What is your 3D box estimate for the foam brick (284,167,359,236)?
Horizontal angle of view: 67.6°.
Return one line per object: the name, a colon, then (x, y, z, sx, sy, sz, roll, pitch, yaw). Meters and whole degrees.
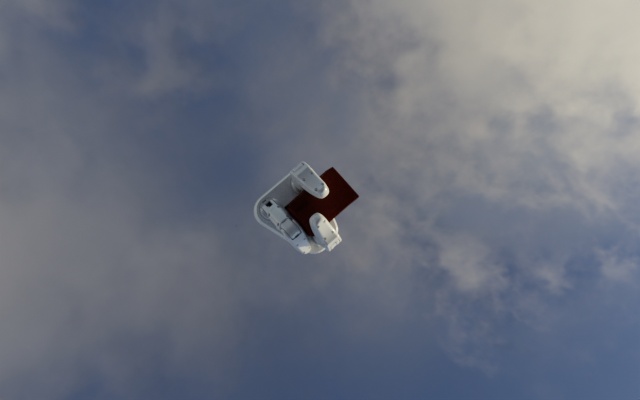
foam brick: (0.000, 0.002, 0.617, 0.078, 0.053, 0.051, -41, 3, -9)
